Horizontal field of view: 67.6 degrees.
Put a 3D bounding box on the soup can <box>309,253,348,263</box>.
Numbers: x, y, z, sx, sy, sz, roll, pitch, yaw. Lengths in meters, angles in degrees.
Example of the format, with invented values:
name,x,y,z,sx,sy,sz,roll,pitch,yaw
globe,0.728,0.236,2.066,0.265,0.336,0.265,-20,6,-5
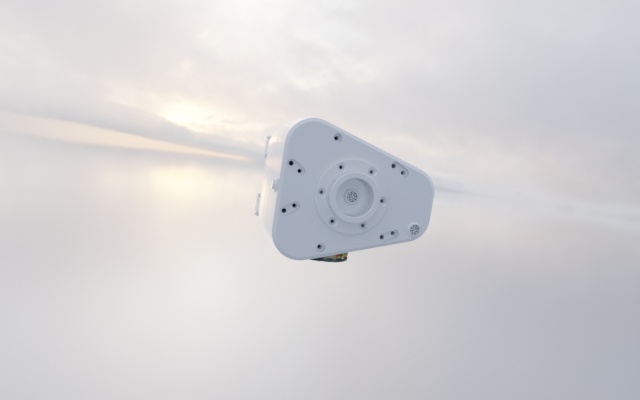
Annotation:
name,x,y,z,sx,sy,sz,roll,pitch,yaw
soup can,0.000,0.001,0.456,0.068,0.102,0.068,9,4,-1
